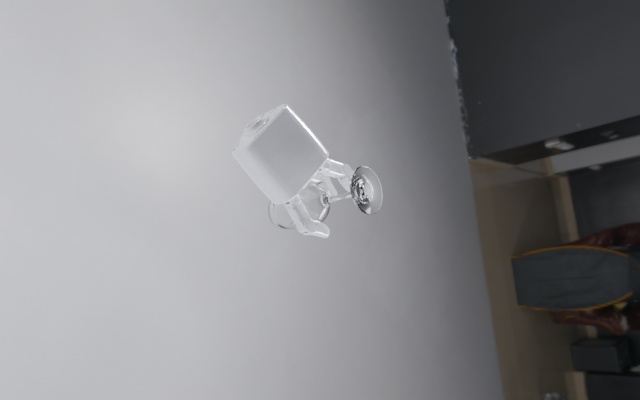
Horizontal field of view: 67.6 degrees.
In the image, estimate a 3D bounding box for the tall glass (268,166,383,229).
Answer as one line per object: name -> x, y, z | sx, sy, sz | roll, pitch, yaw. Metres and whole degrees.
tall glass -> 0.001, 0.003, 0.783 | 0.079, 0.079, 0.201 | 0, -11, -45
